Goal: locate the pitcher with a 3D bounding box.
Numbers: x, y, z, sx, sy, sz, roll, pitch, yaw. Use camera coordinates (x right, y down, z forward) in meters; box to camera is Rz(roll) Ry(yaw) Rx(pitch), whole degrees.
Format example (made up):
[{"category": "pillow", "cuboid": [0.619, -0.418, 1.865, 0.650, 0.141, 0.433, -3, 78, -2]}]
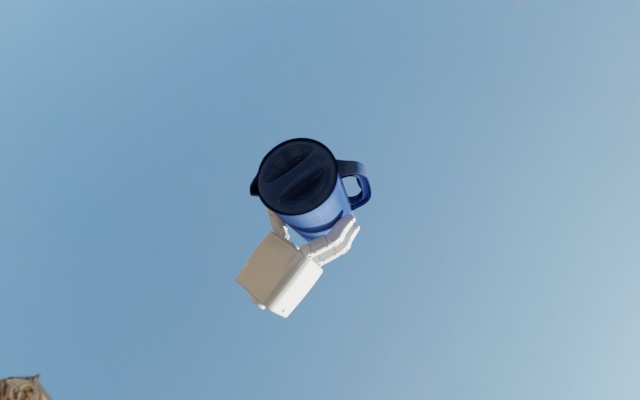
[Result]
[{"category": "pitcher", "cuboid": [0.000, 0.003, 0.833, 0.149, 0.145, 0.243, 32, -11, 24]}]
